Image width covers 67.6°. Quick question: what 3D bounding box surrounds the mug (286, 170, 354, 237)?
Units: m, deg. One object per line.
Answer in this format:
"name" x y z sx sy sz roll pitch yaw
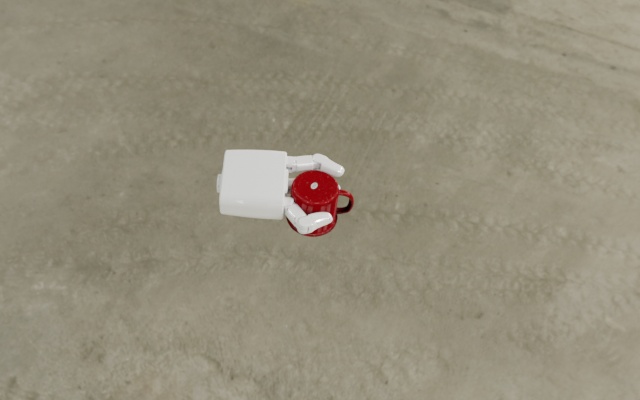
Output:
"mug" 0.002 0.003 0.829 0.117 0.093 0.082 2 -41 -5
